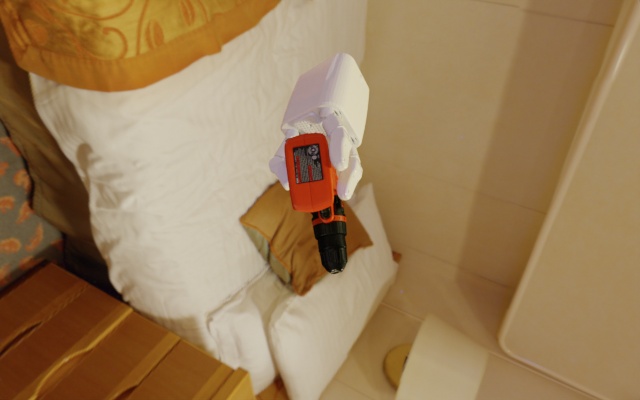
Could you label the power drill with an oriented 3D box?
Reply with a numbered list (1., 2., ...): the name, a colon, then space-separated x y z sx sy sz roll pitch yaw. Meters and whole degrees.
1. power drill: 0.000 0.002 0.668 0.057 0.184 0.188 -11 -17 5
